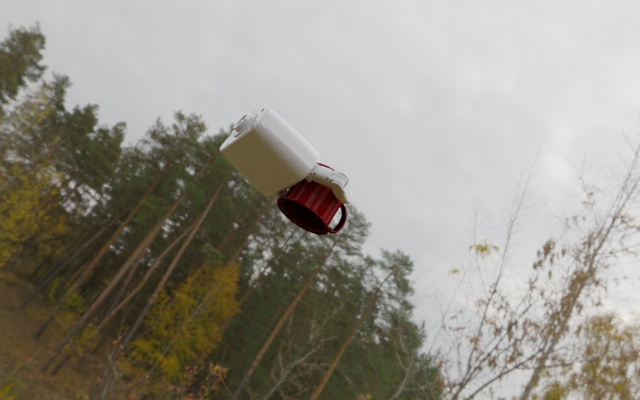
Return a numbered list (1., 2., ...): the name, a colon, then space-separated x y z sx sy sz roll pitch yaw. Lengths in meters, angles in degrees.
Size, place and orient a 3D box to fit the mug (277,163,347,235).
1. mug: 0.001 0.003 0.754 0.117 0.081 0.093 44 -25 -24
